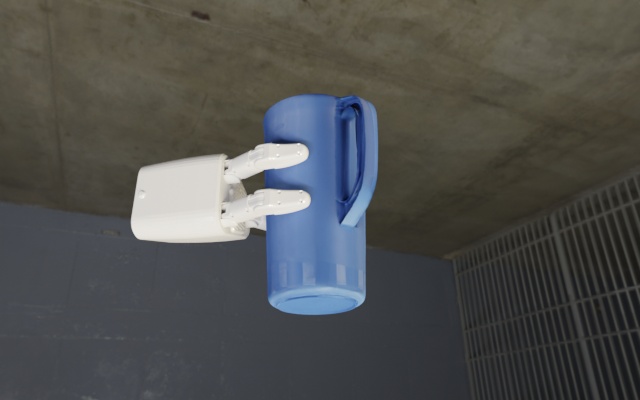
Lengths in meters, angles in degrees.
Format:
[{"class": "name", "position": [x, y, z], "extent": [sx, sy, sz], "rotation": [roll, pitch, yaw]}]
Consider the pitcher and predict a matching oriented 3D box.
[{"class": "pitcher", "position": [0.000, 0.002, 0.563], "extent": [0.145, 0.242, 0.149], "rotation": [-4, -25, 6]}]
